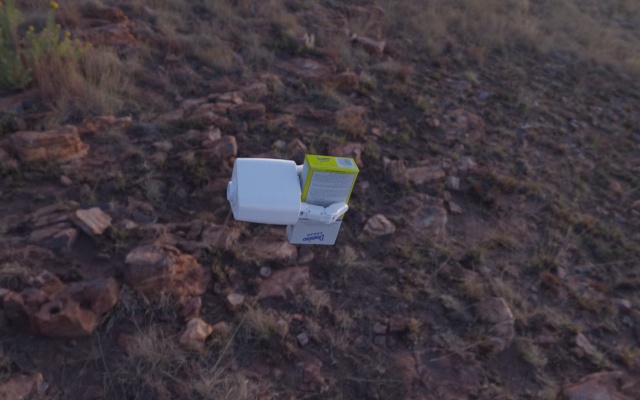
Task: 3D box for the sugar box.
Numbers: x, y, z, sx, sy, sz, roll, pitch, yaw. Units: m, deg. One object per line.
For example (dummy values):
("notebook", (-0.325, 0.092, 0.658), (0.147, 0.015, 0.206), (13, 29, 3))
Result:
("sugar box", (0.000, 0.002, 0.876), (0.093, 0.176, 0.048), (4, 39, -19))
